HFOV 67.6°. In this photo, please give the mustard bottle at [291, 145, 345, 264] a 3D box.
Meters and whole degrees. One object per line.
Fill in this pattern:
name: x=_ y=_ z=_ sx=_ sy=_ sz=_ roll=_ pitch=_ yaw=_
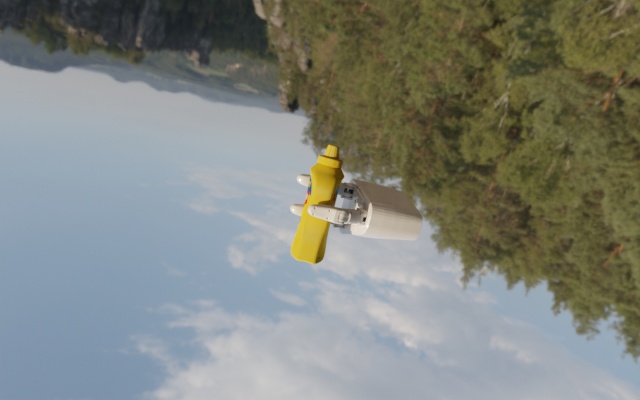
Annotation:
mustard bottle: x=0.000 y=0.003 z=0.791 sx=0.058 sy=0.191 sz=0.096 roll=15 pitch=10 yaw=2
